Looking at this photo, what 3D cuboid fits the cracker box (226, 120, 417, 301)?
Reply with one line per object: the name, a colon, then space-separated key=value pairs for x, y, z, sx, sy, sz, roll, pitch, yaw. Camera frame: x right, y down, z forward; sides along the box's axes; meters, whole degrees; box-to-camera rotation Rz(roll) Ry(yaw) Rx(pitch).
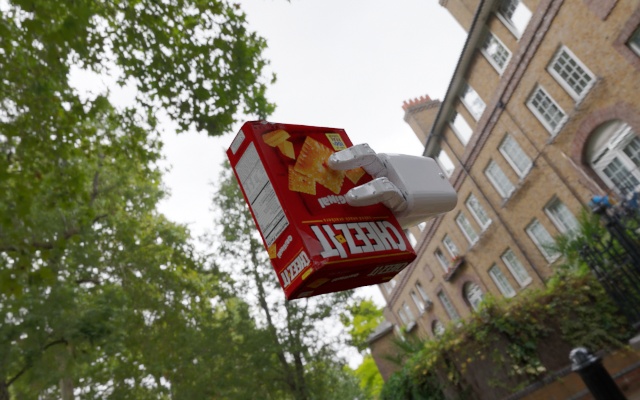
cracker box: x=0.000 y=0.002 z=0.585 sx=0.164 sy=0.213 sz=0.072 roll=-2 pitch=-36 yaw=-40
